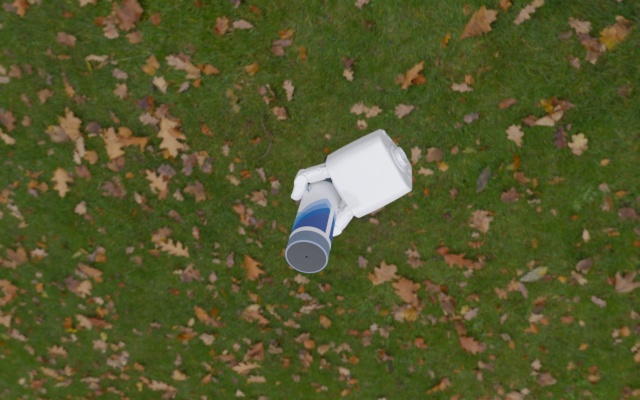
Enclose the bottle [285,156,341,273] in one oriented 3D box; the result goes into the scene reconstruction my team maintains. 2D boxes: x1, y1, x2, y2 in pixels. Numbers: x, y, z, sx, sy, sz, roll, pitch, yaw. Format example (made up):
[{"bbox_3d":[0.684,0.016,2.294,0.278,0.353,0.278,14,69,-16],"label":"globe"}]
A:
[{"bbox_3d":[0.000,0.003,0.846,0.069,0.069,0.295,0,35,10],"label":"bottle"}]
